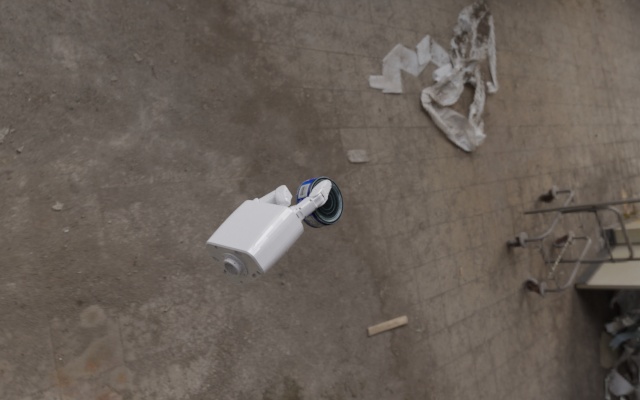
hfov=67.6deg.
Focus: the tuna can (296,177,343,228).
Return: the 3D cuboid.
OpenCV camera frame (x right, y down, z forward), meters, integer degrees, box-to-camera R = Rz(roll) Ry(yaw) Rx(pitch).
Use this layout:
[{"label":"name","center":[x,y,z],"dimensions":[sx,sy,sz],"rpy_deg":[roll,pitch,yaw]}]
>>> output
[{"label":"tuna can","center":[0.001,0.003,0.821],"dimensions":[0.034,0.086,0.086],"rpy_deg":[-14,-10,43]}]
